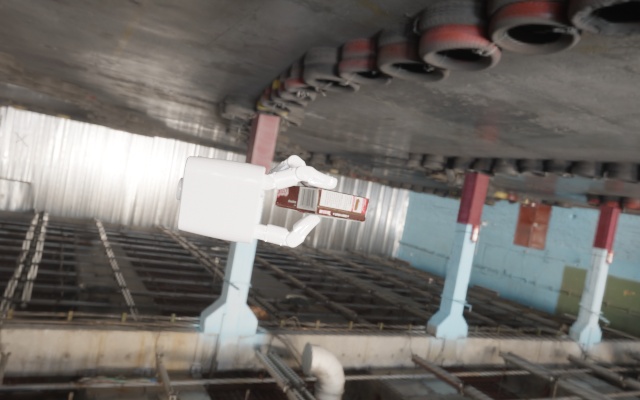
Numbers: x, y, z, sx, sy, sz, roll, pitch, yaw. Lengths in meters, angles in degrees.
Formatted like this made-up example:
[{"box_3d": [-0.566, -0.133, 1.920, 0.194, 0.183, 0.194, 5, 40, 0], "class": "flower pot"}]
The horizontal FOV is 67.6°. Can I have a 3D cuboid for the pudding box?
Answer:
[{"box_3d": [0.000, 0.002, 0.692, 0.090, 0.039, 0.113, 10, 1, -35], "class": "pudding box"}]
